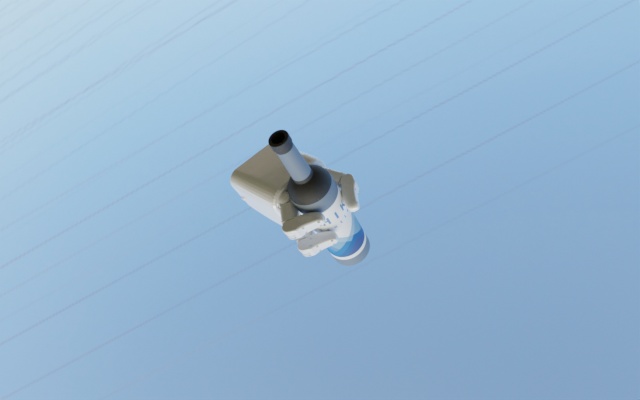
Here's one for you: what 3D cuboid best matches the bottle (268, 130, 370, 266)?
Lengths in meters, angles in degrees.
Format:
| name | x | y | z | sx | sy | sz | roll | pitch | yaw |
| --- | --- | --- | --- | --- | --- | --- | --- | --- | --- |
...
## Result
| name | x | y | z | sx | sy | sz | roll | pitch | yaw |
| --- | --- | --- | --- | --- | --- | --- | --- | --- | --- |
| bottle | 0.000 | 0.002 | 0.693 | 0.069 | 0.069 | 0.296 | 0 | -32 | 24 |
